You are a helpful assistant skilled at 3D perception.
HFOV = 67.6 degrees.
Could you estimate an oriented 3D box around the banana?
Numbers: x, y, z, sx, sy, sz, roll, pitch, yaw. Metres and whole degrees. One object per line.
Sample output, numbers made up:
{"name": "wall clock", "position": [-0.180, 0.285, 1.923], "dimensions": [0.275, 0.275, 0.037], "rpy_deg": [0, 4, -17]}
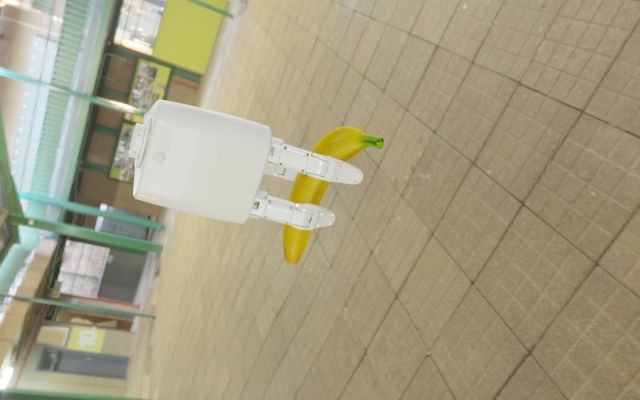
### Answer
{"name": "banana", "position": [-0.003, -0.013, 0.540], "dimensions": [0.037, 0.198, 0.069], "rpy_deg": [11, 39, -31]}
